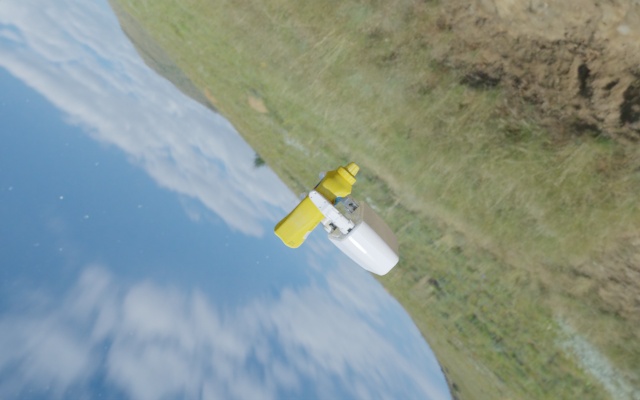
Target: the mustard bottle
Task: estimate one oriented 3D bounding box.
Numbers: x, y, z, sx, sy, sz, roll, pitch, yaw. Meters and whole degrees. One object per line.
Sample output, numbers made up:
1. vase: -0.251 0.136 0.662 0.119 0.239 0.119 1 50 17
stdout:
1. mustard bottle: 0.000 0.003 0.887 0.058 0.191 0.096 45 6 10
